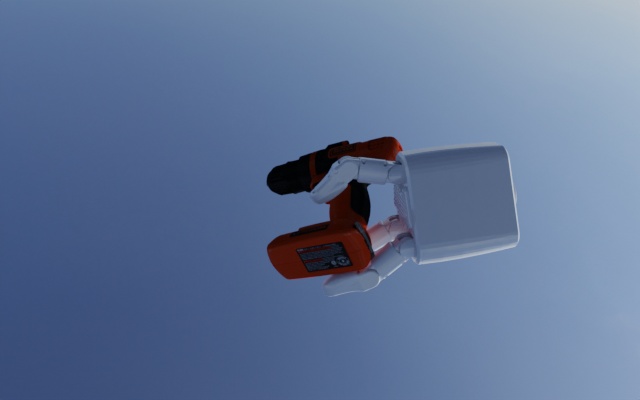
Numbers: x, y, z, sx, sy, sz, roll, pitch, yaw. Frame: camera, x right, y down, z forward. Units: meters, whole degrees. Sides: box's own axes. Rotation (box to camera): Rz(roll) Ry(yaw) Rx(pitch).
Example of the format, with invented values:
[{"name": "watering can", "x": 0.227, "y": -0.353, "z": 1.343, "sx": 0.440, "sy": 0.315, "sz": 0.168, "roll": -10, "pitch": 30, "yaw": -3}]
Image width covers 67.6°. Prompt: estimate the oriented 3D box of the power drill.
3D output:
[{"name": "power drill", "x": 0.000, "y": 0.002, "z": 0.550, "sx": 0.184, "sy": 0.057, "sz": 0.187, "roll": -13, "pitch": 36, "yaw": 24}]
